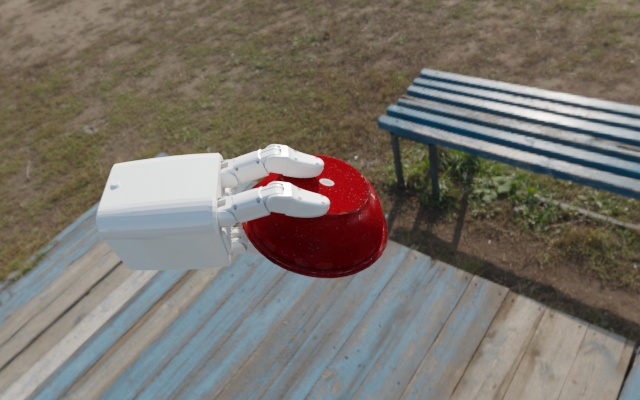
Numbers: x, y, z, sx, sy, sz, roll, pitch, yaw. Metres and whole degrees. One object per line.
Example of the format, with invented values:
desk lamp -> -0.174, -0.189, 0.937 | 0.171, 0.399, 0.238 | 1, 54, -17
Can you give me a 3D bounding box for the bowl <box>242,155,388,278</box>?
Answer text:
bowl -> 0.001, 0.001, 0.502 | 0.162, 0.055, 0.162 | 8, 42, -8
